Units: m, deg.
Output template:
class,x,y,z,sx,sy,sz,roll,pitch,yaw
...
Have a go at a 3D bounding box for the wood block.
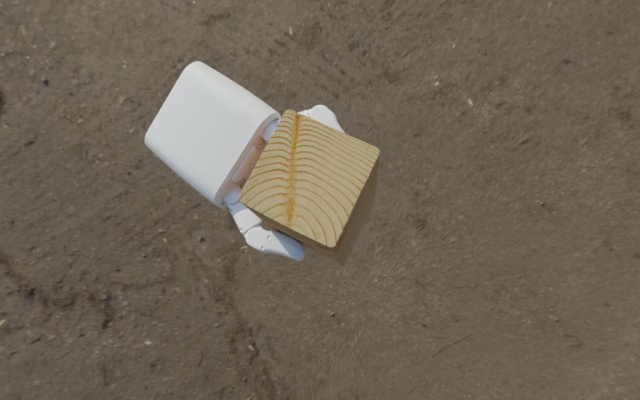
class,x,y,z,sx,sy,sz,roll,pitch,yaw
wood block,0.000,0.002,0.483,0.090,0.091,0.206,26,-8,10
